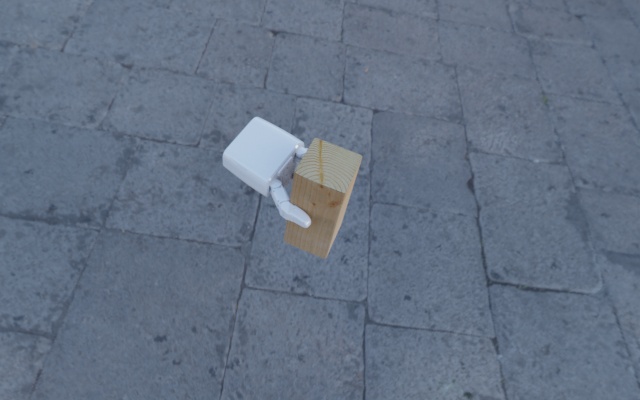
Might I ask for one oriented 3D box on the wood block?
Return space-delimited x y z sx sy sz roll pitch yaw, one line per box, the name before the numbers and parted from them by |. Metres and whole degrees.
wood block | 0.000 0.003 0.849 0.090 0.090 0.206 22 -37 7
